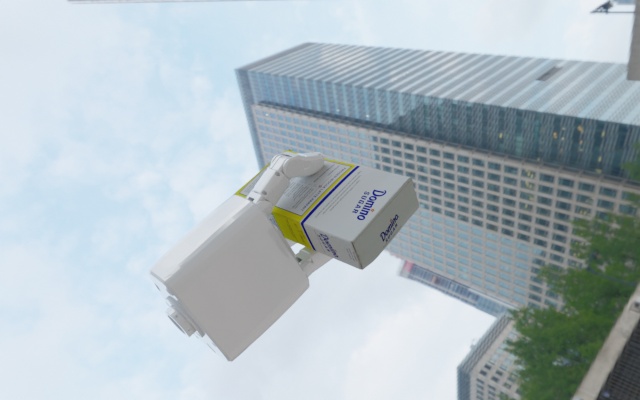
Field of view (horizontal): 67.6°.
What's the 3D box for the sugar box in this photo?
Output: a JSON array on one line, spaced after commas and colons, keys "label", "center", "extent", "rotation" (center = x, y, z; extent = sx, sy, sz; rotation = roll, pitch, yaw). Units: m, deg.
[{"label": "sugar box", "center": [0.000, 0.002, 0.485], "extent": [0.176, 0.048, 0.093], "rotation": [20, 55, 41]}]
